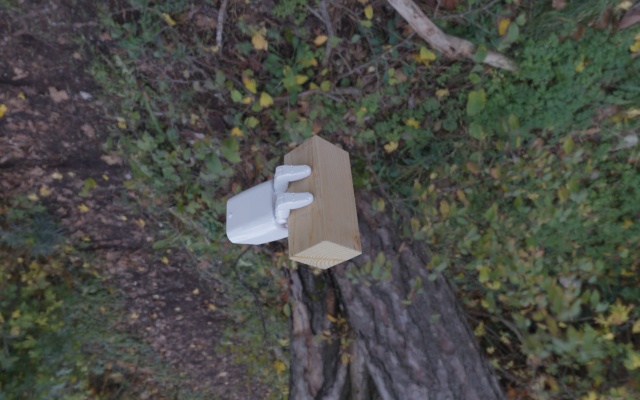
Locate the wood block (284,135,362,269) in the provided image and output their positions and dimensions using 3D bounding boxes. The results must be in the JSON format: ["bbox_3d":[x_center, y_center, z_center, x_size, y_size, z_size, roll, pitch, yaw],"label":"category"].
[{"bbox_3d":[0.000,0.003,0.842,0.090,0.206,0.091,-29,-37,36],"label":"wood block"}]
